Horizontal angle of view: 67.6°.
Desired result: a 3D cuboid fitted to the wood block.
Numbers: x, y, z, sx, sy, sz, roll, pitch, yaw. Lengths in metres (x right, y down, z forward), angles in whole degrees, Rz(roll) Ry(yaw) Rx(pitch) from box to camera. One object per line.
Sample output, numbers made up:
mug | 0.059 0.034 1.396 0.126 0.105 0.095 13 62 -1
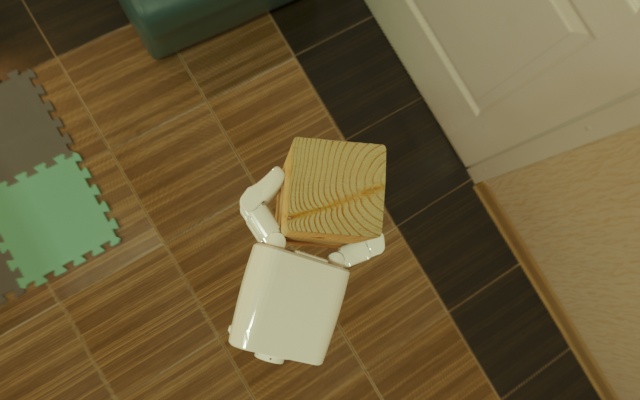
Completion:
wood block | 0.000 0.002 0.538 0.091 0.090 0.206 5 -9 -9
